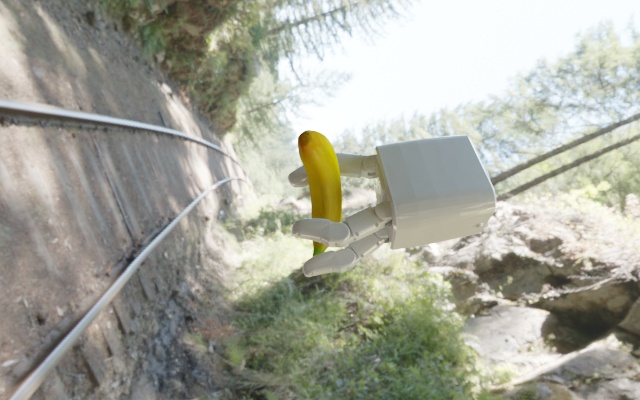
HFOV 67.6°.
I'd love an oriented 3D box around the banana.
[{"bbox_3d":[0.002,-0.009,0.511,0.037,0.069,0.198,2,-45,8],"label":"banana"}]
